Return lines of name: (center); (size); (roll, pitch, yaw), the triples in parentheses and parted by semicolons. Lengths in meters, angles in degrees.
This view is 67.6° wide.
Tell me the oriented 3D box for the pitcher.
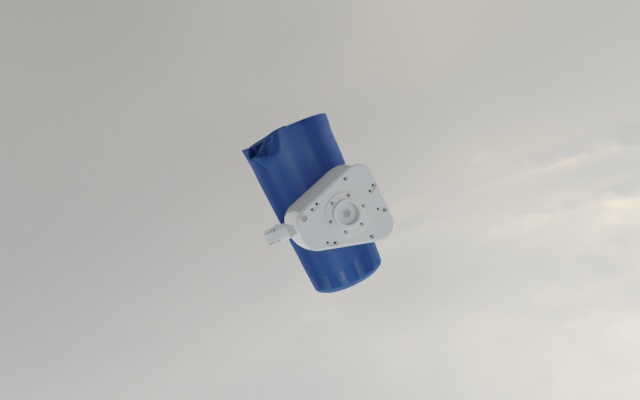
pitcher: (0.000, 0.002, 0.706); (0.149, 0.243, 0.145); (-25, 4, -10)
